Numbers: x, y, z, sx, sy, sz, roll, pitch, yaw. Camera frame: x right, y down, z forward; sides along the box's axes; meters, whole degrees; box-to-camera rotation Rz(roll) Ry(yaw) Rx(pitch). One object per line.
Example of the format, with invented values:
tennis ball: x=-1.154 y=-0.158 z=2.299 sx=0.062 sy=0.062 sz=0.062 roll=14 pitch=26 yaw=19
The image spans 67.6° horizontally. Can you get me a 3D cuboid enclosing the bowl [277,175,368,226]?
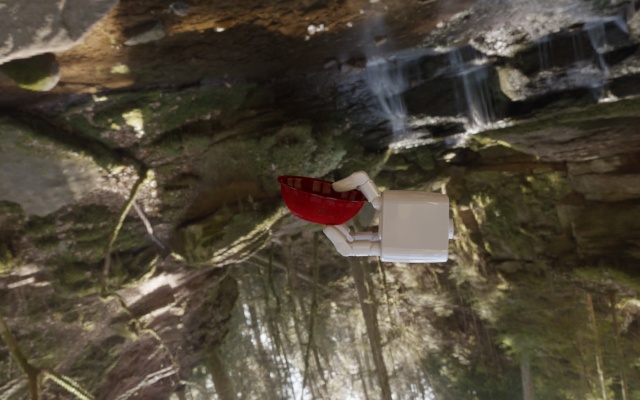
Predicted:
bowl: x=-0.001 y=0.003 z=0.812 sx=0.162 sy=0.055 sz=0.162 roll=12 pitch=11 yaw=-3
